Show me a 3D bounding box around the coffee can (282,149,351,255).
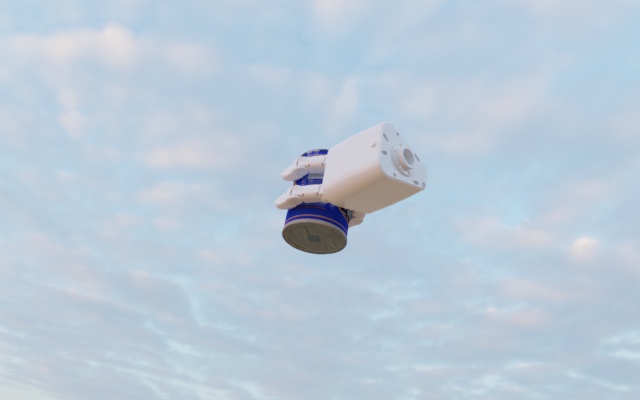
[{"bbox_3d":[0.000,0.003,0.775,0.103,0.140,0.103,7,-32,4],"label":"coffee can"}]
